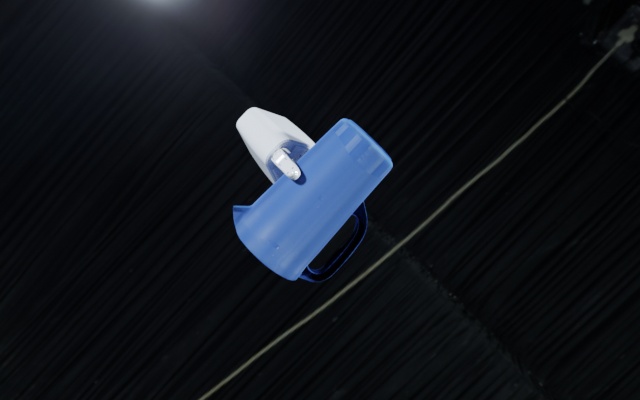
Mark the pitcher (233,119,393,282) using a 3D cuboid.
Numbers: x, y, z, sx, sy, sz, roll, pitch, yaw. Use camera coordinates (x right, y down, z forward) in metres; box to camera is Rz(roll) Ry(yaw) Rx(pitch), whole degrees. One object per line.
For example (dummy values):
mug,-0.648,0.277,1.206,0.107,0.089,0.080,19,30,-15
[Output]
pitcher,0.000,0.002,0.738,0.145,0.243,0.149,48,7,33
